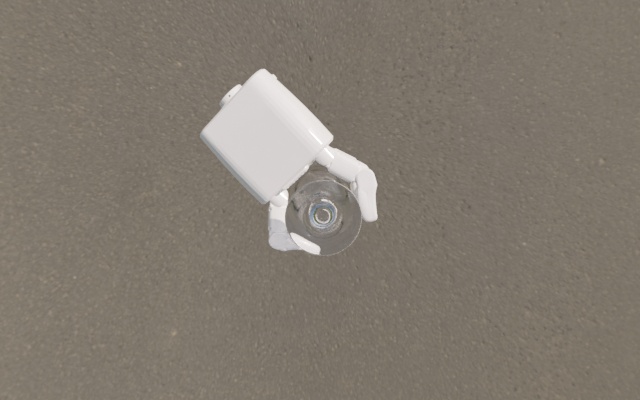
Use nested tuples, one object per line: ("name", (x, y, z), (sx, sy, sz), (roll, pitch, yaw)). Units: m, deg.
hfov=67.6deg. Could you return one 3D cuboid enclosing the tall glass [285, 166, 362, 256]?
("tall glass", (0.000, 0.002, 0.555), (0.079, 0.079, 0.201), (0, 9, -1))
